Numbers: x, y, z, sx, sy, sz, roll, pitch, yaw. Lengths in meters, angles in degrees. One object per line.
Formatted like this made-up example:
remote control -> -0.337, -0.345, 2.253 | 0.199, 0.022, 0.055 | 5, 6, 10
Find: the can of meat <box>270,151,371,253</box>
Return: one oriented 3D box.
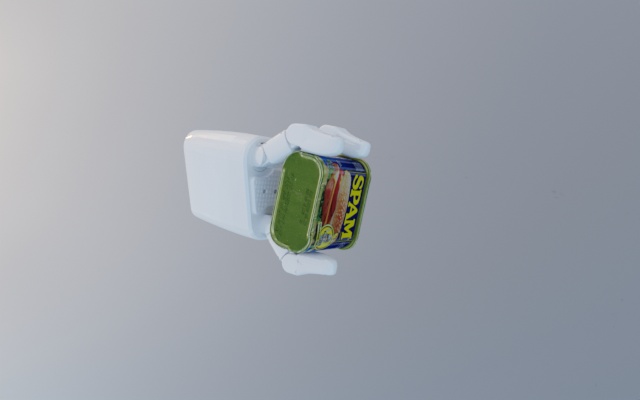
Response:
can of meat -> 0.000, 0.002, 0.487 | 0.057, 0.102, 0.084 | 18, 10, 35
